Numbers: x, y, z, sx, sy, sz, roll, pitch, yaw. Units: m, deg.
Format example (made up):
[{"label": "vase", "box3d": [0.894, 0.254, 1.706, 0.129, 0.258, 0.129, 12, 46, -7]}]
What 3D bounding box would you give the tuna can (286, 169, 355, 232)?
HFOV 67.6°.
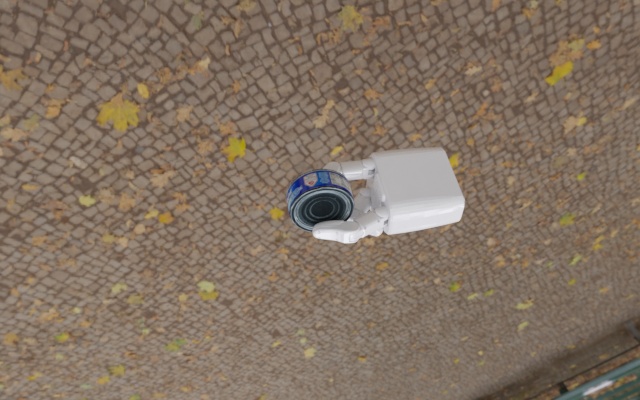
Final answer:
[{"label": "tuna can", "box3d": [0.000, 0.002, 0.616, 0.086, 0.033, 0.086, -7, -44, -6]}]
